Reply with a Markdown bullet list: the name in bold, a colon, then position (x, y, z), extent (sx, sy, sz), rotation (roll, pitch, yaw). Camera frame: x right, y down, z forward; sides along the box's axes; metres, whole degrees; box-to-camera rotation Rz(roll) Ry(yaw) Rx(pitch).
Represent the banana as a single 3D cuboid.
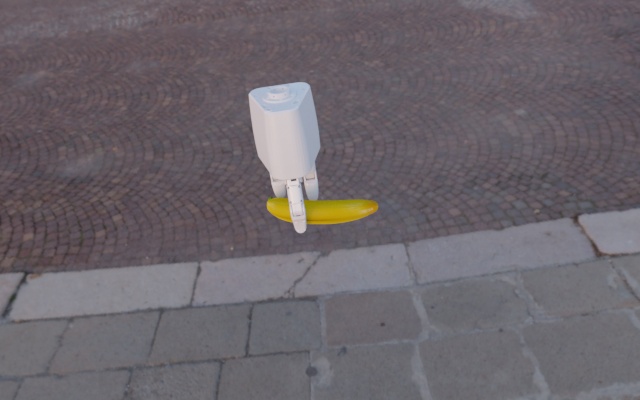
- **banana**: position (-0.009, 0.012, 0.771), extent (0.198, 0.037, 0.069), rotation (5, 32, 20)
